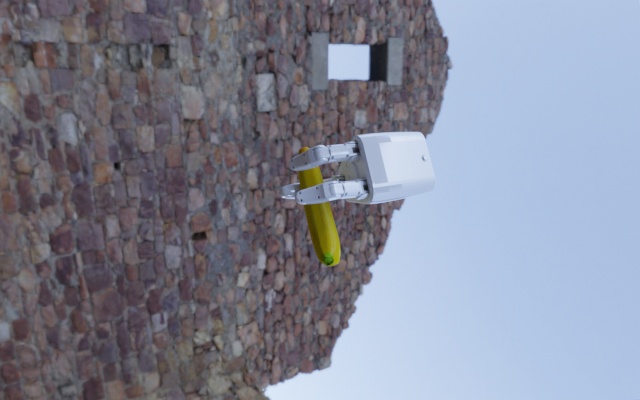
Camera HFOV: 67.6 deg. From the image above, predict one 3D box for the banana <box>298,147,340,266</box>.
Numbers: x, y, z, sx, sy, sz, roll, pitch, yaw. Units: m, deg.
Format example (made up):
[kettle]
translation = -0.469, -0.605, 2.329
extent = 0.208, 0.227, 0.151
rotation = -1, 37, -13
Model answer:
[banana]
translation = -0.001, 0.016, 0.671
extent = 0.037, 0.197, 0.070
rotation = -8, -35, -11
